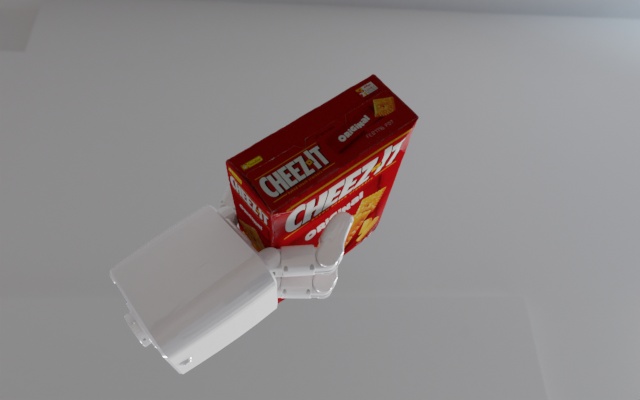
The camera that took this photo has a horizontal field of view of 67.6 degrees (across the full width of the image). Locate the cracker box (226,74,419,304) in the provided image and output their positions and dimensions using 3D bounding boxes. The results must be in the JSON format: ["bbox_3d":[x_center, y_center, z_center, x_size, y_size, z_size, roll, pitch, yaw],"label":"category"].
[{"bbox_3d":[0.000,0.002,0.485,0.164,0.072,0.214,-35,-21,-21],"label":"cracker box"}]
